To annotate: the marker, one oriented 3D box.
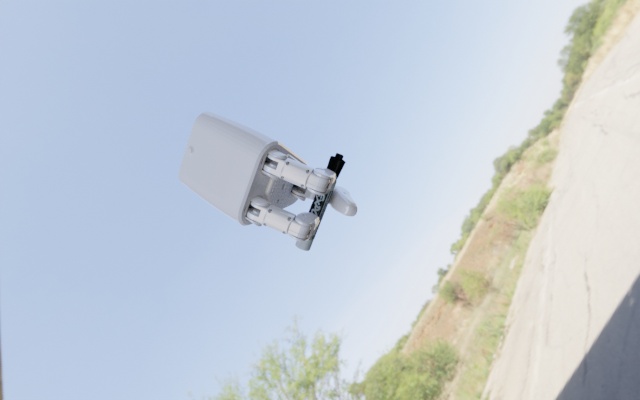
[{"bbox_3d":[0.000,0.002,0.558,0.020,0.121,0.020,21,14,-5],"label":"marker"}]
